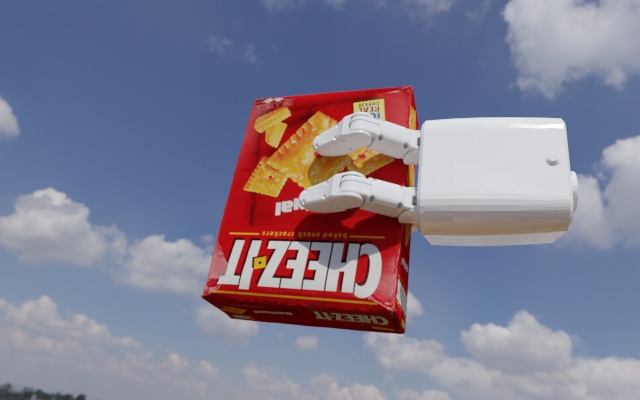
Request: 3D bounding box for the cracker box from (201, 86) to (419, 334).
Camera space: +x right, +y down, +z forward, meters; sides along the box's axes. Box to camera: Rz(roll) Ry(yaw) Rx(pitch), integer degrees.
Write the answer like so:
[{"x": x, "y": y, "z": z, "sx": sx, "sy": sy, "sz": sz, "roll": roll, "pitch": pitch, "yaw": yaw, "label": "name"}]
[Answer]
[{"x": 0.000, "y": 0.001, "z": 0.438, "sx": 0.164, "sy": 0.213, "sz": 0.072, "roll": 0, "pitch": -28, "yaw": 18, "label": "cracker box"}]
